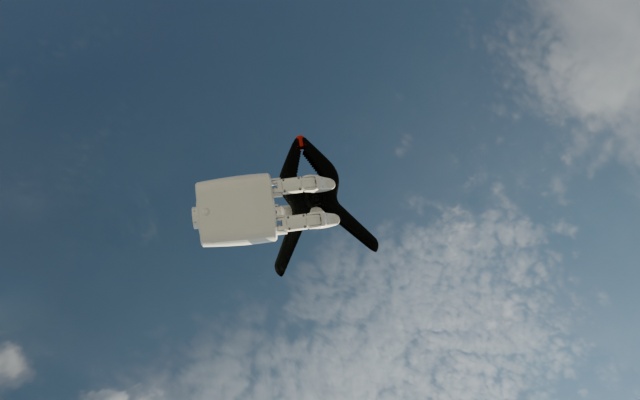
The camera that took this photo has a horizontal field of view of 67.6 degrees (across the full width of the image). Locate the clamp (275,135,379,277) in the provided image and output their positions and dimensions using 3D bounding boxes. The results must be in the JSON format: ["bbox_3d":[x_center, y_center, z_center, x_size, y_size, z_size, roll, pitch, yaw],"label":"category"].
[{"bbox_3d":[0.000,0.002,0.737,0.164,0.210,0.036,-6,-8,-15],"label":"clamp"}]
